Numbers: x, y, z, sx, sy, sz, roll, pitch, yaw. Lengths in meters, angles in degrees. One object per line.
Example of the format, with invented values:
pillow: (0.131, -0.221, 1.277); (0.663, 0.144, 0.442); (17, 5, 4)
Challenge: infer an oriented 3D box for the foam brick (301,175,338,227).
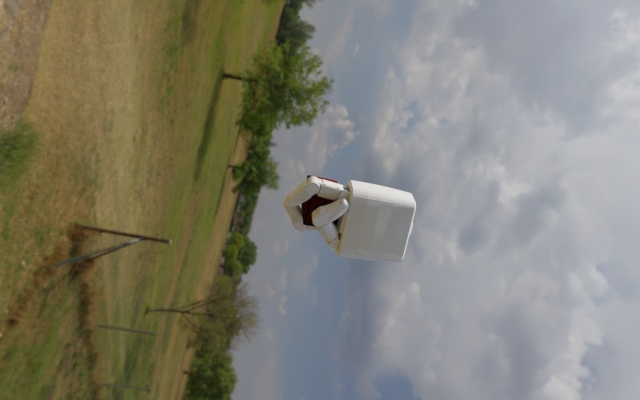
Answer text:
foam brick: (0.000, 0.002, 0.767); (0.051, 0.053, 0.078); (9, 29, -10)
